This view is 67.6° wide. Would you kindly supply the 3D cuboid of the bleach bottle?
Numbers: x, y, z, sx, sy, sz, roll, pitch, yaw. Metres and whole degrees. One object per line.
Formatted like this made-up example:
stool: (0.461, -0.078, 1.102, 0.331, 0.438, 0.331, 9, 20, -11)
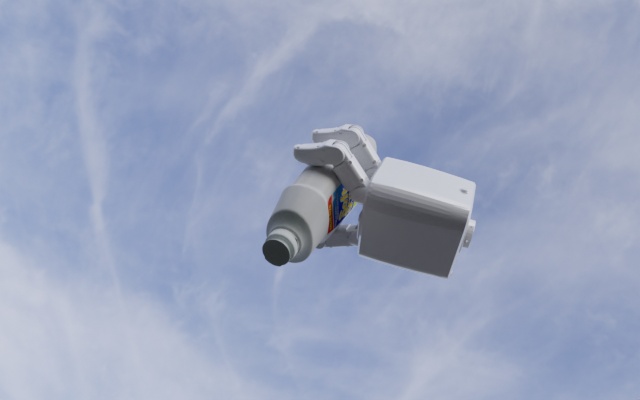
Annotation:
bleach bottle: (0.000, 0.002, 0.541, 0.068, 0.103, 0.250, 17, 30, 13)
